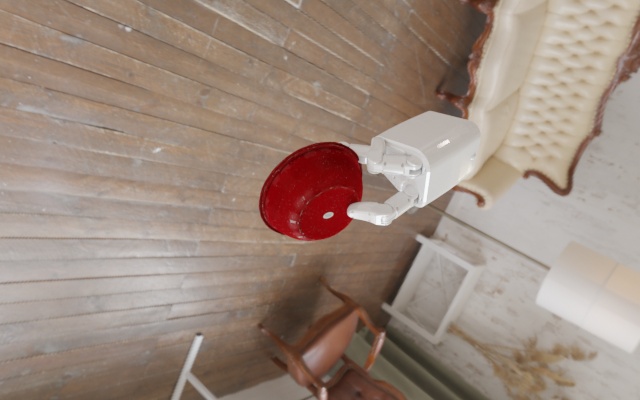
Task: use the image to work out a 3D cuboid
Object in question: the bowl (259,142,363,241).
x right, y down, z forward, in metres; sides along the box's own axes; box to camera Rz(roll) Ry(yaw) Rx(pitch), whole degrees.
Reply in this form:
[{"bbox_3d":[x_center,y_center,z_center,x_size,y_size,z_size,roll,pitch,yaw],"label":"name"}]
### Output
[{"bbox_3d":[-0.001,0.003,0.652,0.162,0.162,0.055,0,37,-34],"label":"bowl"}]
